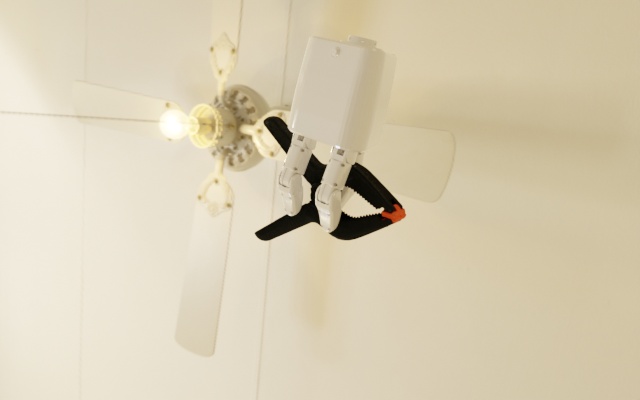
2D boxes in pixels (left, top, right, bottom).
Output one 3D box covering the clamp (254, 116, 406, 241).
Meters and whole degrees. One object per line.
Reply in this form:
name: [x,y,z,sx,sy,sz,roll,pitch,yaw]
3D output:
clamp: [0.001,0.002,0.579,0.210,0.165,0.036,23,22,30]
